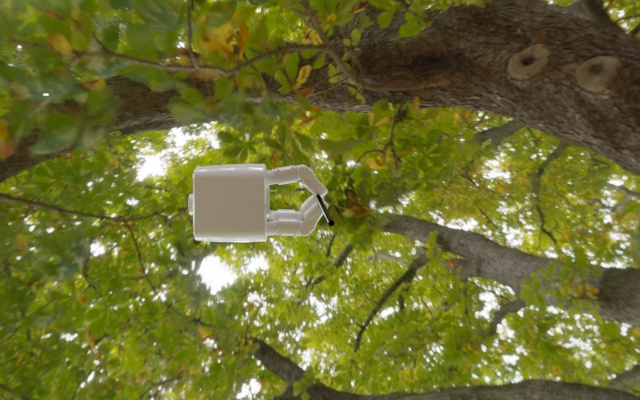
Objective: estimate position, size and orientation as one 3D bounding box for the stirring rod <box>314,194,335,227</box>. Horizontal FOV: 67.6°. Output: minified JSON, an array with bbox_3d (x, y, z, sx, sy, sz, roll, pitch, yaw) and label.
[{"bbox_3d":[0.000,0.002,0.692,0.011,0.011,0.239,0,12,-6],"label":"stirring rod"}]
